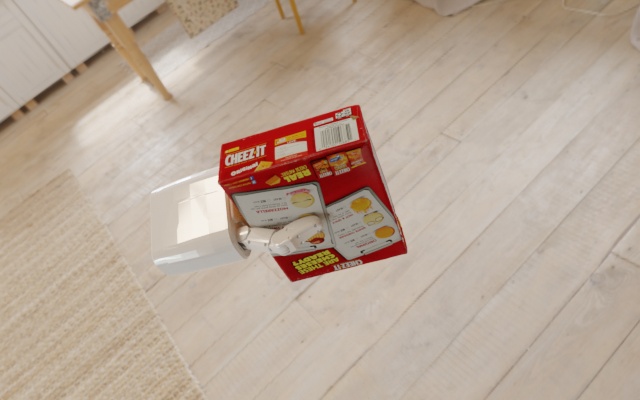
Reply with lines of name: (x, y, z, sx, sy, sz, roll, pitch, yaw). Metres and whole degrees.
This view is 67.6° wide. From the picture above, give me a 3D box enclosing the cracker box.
cracker box: (0.000, 0.002, 0.574, 0.164, 0.072, 0.214, -15, -41, 11)
